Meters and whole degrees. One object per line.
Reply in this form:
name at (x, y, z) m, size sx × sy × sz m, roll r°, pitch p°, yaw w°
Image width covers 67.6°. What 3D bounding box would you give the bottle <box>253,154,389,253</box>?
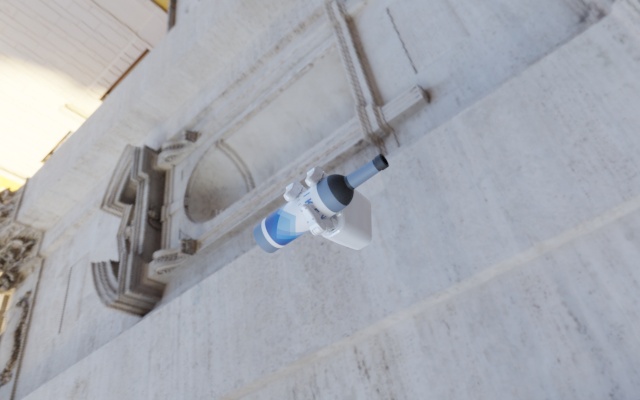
bottle at (0.000, 0.003, 0.891) m, size 0.296 × 0.069 × 0.069 m, roll -33°, pitch -16°, yaw 25°
